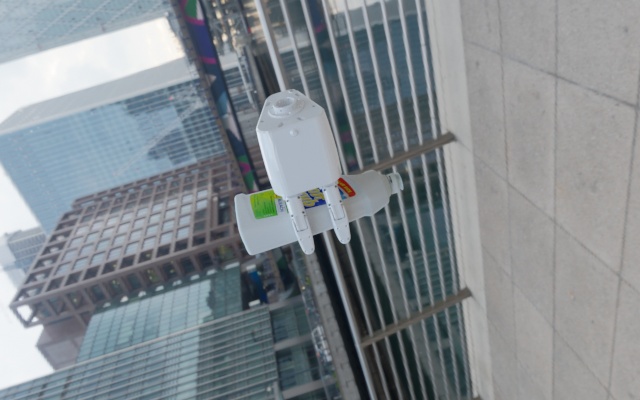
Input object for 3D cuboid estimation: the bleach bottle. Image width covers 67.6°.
[{"bbox_3d":[0.000,0.002,0.730,0.251,0.068,0.102,-17,39,-2],"label":"bleach bottle"}]
